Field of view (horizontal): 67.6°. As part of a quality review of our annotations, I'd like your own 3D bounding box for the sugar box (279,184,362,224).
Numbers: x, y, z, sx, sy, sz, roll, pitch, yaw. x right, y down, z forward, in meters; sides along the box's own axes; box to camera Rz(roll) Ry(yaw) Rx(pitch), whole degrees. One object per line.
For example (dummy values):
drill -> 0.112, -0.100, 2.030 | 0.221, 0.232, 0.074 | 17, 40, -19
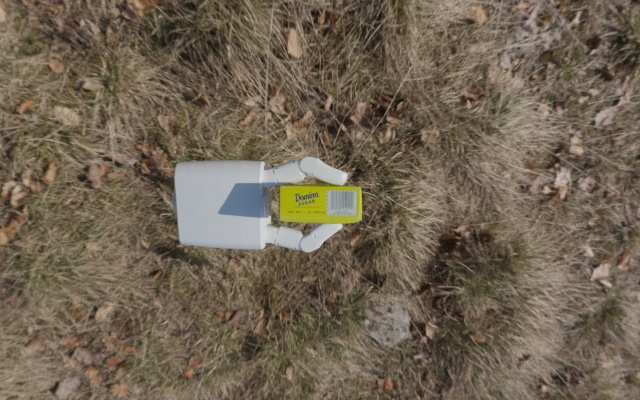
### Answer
sugar box -> 0.000, 0.001, 0.612 | 0.093, 0.048, 0.176 | 1, 3, 0
